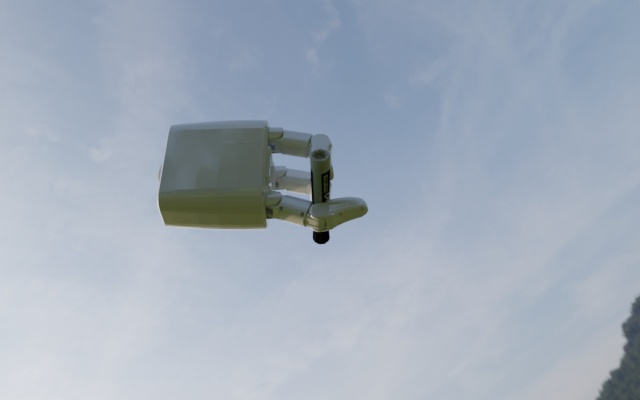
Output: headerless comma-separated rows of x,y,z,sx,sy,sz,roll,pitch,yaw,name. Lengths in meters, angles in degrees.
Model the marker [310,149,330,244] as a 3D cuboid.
0.000,0.002,0.478,0.020,0.121,0.020,0,45,0,marker
